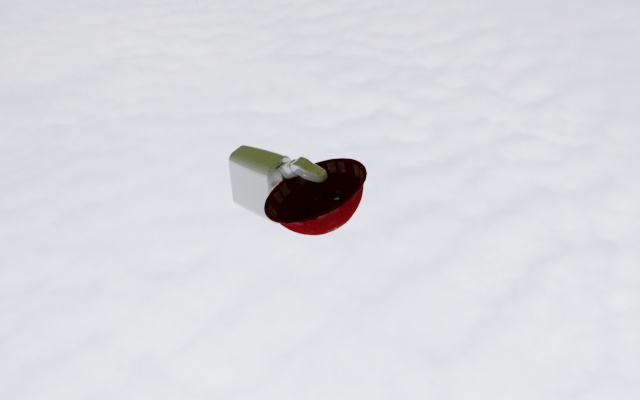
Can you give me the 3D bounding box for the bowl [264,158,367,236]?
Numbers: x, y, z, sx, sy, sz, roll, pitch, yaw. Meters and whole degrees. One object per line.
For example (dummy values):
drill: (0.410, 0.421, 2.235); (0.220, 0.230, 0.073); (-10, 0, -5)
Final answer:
bowl: (0.001, 0.003, 0.708); (0.162, 0.055, 0.162); (-19, 29, 11)
